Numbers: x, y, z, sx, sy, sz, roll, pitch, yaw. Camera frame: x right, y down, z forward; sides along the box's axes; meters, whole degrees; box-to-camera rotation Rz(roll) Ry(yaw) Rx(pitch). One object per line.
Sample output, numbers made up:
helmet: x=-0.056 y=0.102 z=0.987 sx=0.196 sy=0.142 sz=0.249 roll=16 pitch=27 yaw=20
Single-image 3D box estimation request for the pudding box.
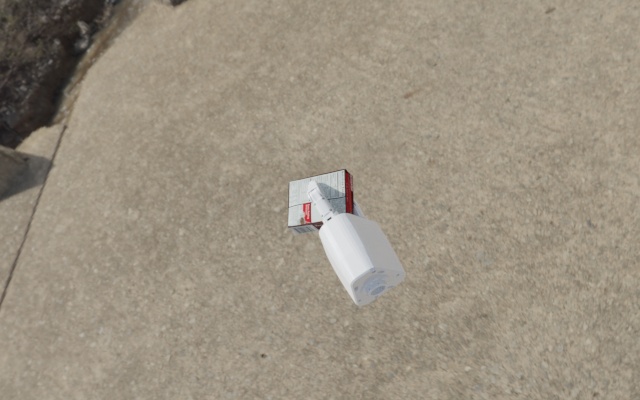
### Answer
pudding box: x=0.000 y=0.003 z=0.805 sx=0.113 sy=0.090 sz=0.039 roll=-10 pitch=-26 yaw=22
